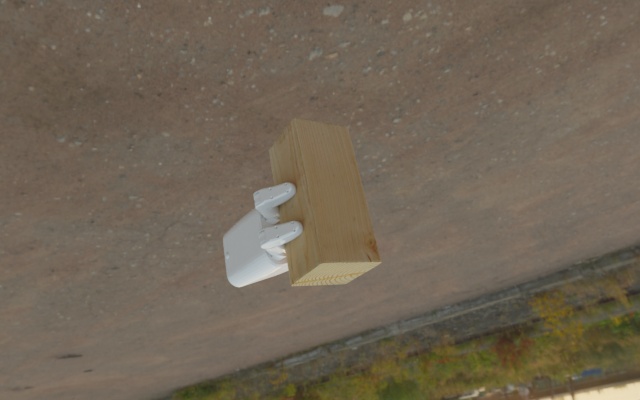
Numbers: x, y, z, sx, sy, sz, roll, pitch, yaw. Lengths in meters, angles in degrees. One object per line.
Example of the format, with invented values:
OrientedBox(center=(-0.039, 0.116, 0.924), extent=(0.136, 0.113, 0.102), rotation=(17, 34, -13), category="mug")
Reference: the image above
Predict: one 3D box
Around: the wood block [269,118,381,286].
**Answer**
OrientedBox(center=(0.000, 0.002, 0.649), extent=(0.091, 0.206, 0.090), rotation=(4, -29, -31), category="wood block")
